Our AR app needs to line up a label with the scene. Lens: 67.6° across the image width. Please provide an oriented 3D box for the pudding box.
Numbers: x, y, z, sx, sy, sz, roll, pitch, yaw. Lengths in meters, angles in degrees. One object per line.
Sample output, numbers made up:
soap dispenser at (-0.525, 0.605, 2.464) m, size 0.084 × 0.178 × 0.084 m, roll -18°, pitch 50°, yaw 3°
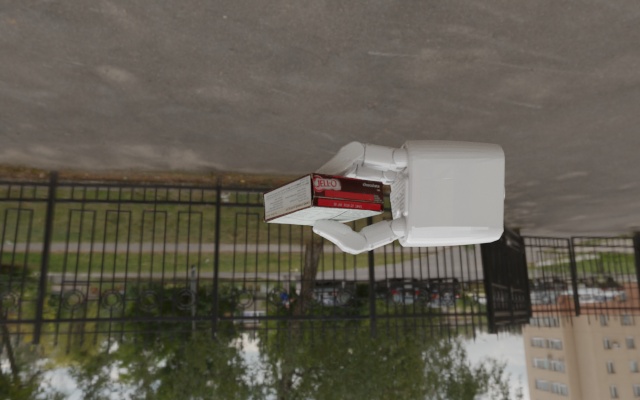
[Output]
pudding box at (0.000, 0.002, 0.520) m, size 0.090 × 0.039 × 0.113 m, roll 6°, pitch -15°, yaw -32°
